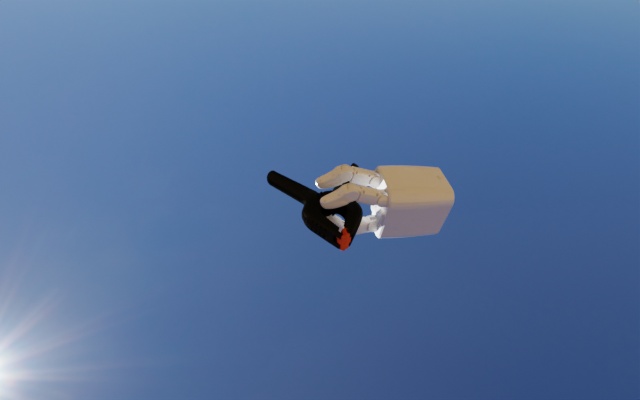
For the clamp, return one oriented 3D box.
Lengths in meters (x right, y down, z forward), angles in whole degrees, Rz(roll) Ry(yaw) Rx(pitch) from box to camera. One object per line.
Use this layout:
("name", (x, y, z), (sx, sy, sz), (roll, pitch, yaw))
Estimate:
("clamp", (0.000, 0.003, 0.762), (0.164, 0.036, 0.209), (-3, 35, -7))
